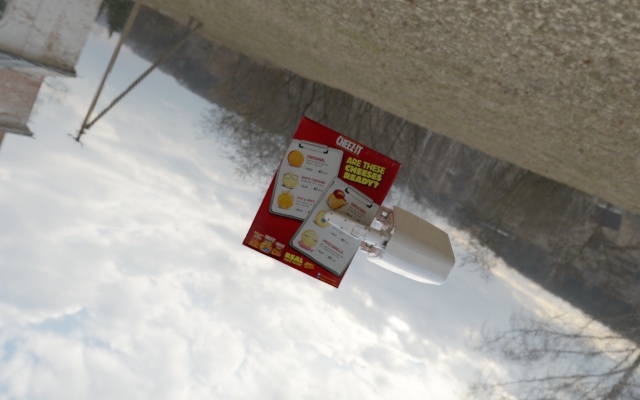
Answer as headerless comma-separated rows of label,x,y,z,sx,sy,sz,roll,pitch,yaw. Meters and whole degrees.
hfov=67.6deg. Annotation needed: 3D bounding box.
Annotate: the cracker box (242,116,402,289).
cracker box,0.000,0.003,0.734,0.164,0.214,0.072,25,8,-6
